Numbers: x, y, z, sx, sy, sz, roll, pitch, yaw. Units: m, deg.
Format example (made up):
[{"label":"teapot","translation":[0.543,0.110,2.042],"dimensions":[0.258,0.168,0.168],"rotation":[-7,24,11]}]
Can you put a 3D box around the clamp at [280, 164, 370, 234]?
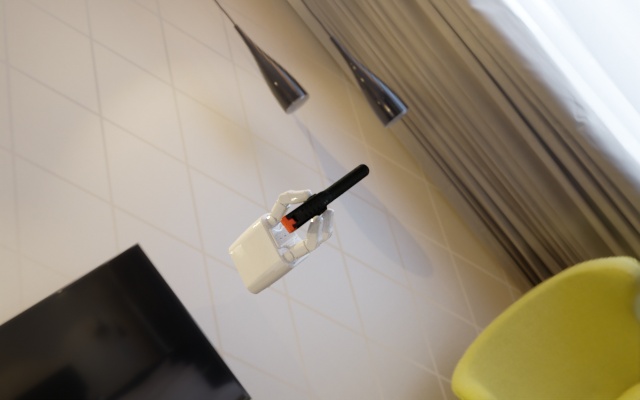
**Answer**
[{"label":"clamp","translation":[-0.001,0.002,0.837],"dimensions":[0.164,0.036,0.210],"rotation":[-41,-4,25]}]
